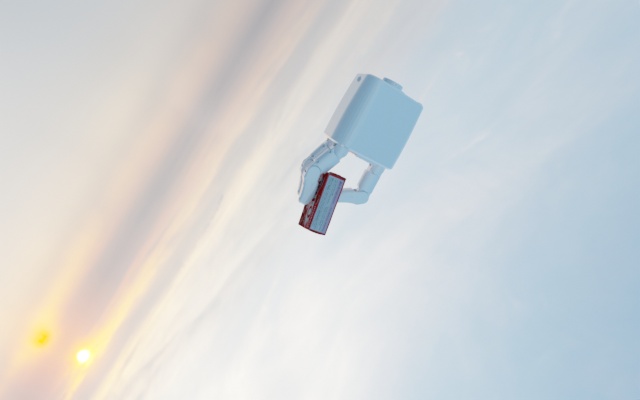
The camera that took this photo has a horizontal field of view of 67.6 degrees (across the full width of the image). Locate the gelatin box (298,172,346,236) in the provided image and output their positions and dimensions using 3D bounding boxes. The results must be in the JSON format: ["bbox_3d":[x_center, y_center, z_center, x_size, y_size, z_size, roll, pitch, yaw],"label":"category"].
[{"bbox_3d":[0.000,0.003,0.700,0.030,0.089,0.073,20,-1,-15],"label":"gelatin box"}]
